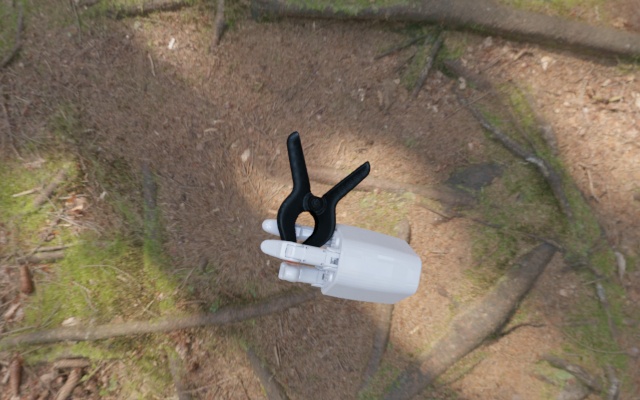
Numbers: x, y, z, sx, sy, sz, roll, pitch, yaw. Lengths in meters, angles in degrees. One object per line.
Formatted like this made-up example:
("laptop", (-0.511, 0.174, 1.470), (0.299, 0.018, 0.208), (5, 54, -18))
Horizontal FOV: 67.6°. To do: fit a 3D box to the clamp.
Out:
("clamp", (0.000, 0.002, 0.633), (0.120, 0.171, 0.039), (12, -6, -7))
